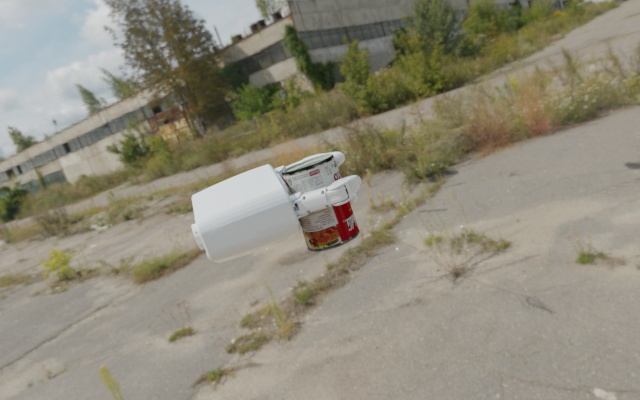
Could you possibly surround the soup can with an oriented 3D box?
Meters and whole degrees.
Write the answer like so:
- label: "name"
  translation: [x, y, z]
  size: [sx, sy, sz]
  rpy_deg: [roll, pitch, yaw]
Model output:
- label: "soup can"
  translation: [0.000, 0.001, 0.580]
  size: [0.068, 0.102, 0.068]
  rpy_deg: [-18, 11, 4]
